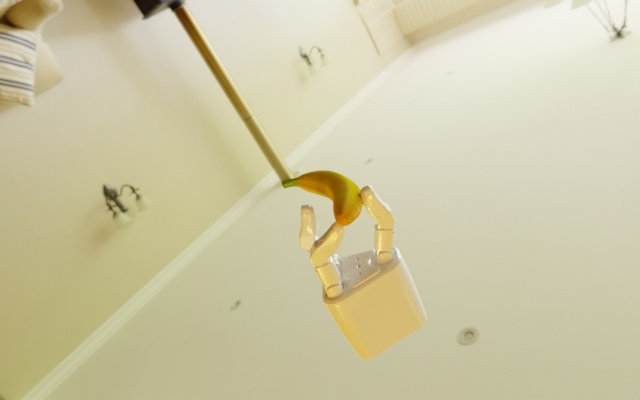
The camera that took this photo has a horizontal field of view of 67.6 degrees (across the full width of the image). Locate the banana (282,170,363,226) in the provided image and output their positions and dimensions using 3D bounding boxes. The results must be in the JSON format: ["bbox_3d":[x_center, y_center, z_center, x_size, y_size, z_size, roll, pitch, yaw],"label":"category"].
[{"bbox_3d":[0.014,-0.008,0.623,0.069,0.037,0.197,-31,23,-15],"label":"banana"}]
